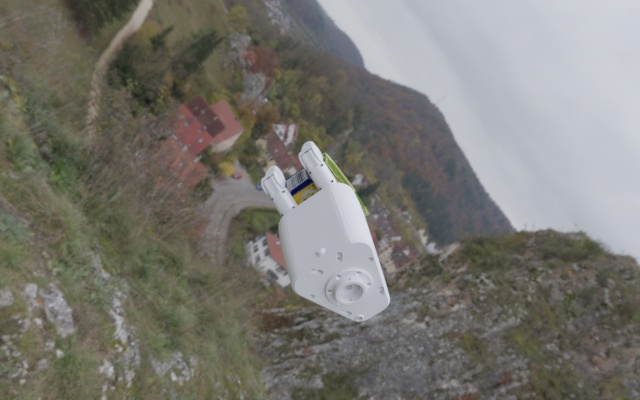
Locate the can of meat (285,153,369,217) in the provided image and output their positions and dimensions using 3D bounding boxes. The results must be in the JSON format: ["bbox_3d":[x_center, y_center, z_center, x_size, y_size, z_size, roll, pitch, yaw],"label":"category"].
[{"bbox_3d":[0.000,0.002,0.607,0.084,0.102,0.057,-34,28,11],"label":"can of meat"}]
